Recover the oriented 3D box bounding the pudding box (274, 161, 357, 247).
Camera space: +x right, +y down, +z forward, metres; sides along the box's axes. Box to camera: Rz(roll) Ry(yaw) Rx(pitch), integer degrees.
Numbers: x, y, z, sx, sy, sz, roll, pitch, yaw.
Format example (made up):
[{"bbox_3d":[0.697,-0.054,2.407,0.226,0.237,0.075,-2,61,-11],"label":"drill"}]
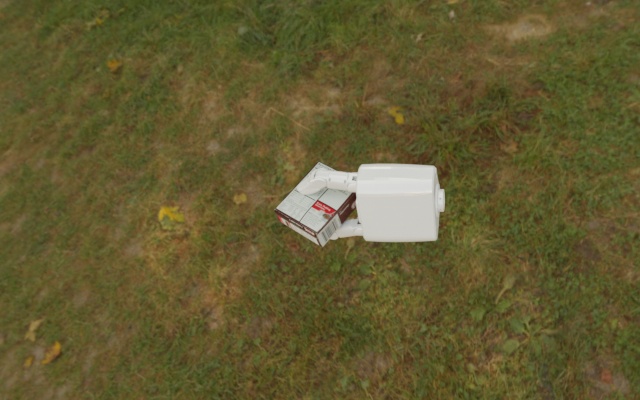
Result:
[{"bbox_3d":[0.000,0.002,0.725,0.090,0.113,0.039,28,-26,32],"label":"pudding box"}]
